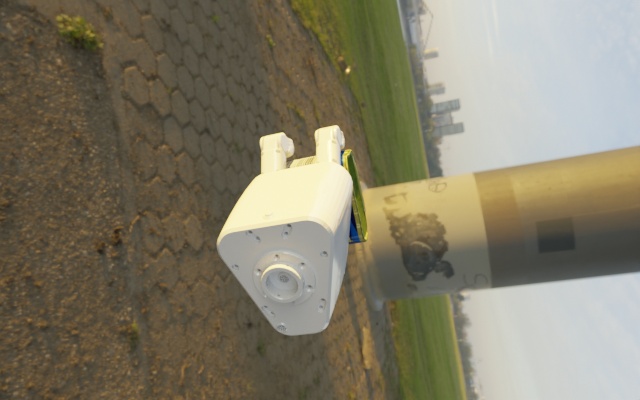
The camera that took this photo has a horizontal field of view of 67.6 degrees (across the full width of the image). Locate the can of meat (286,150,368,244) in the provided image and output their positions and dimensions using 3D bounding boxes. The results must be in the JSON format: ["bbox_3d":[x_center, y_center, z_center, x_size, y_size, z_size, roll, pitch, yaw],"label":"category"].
[{"bbox_3d":[0.000,0.002,0.503,0.084,0.102,0.057,-9,20,14],"label":"can of meat"}]
